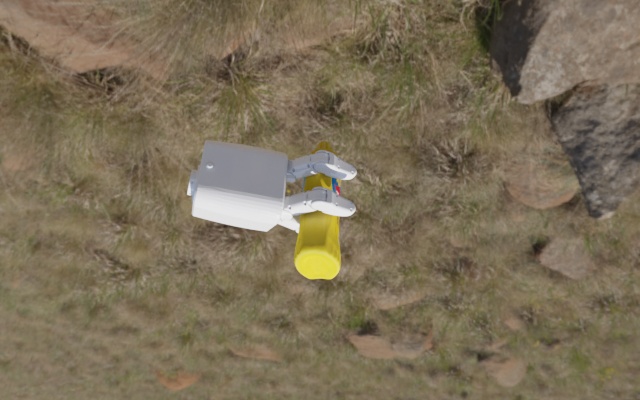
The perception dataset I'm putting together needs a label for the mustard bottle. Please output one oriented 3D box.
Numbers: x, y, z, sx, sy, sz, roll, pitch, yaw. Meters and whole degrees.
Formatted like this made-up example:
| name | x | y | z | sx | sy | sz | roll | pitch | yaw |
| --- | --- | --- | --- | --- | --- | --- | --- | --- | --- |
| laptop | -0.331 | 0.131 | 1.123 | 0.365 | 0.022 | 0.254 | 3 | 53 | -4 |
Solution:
| name | x | y | z | sx | sy | sz | roll | pitch | yaw |
| --- | --- | --- | --- | --- | --- | --- | --- | --- | --- |
| mustard bottle | 0.000 | 0.002 | 0.644 | 0.058 | 0.191 | 0.096 | -1 | -30 | 7 |
